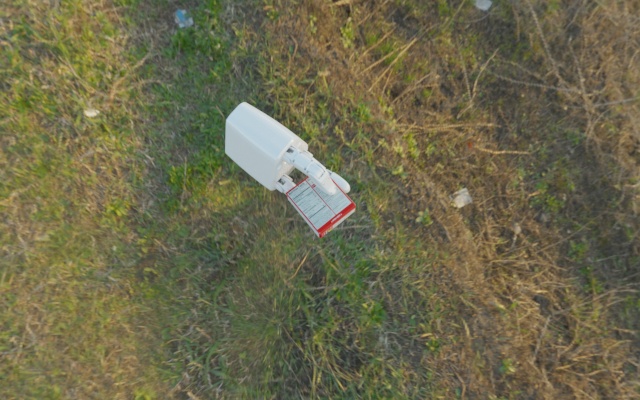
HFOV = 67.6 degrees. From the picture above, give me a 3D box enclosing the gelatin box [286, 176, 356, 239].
[{"bbox_3d":[0.000,0.003,0.751,0.073,0.089,0.030,-38,-17,-11],"label":"gelatin box"}]
